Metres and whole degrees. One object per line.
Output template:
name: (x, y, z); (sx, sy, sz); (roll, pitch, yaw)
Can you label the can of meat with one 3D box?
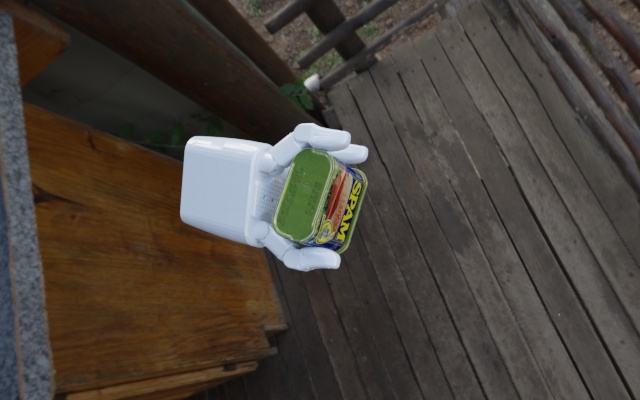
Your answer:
can of meat: (0.000, 0.002, 0.513); (0.057, 0.102, 0.084); (16, -5, 29)
